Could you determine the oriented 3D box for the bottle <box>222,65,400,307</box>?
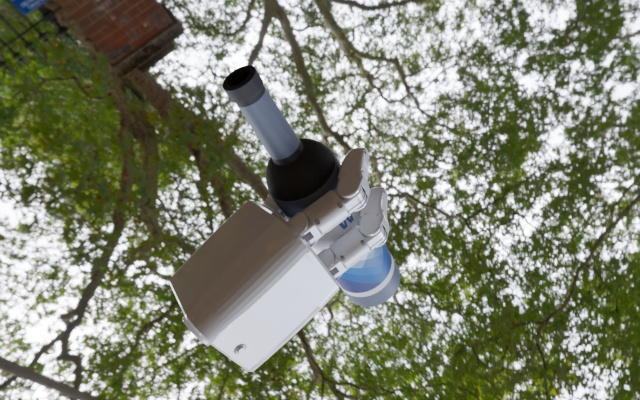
[{"bbox_3d":[0.000,0.002,0.442,0.069,0.069,0.296,0,-38,30],"label":"bottle"}]
